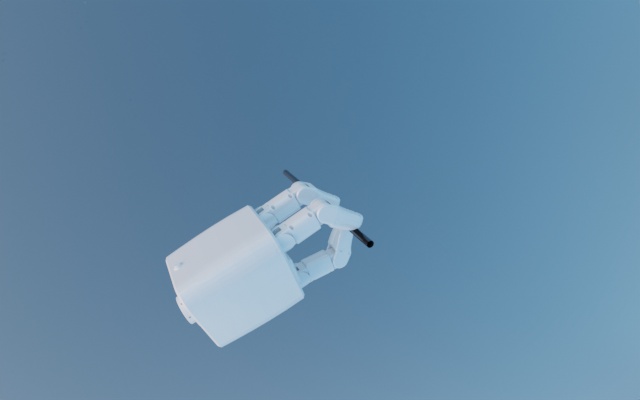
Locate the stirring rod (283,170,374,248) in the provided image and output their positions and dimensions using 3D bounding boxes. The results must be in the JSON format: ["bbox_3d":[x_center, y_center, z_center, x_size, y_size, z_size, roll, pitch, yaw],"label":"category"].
[{"bbox_3d":[0.000,0.002,0.578,0.011,0.011,0.239,0,20,-26],"label":"stirring rod"}]
